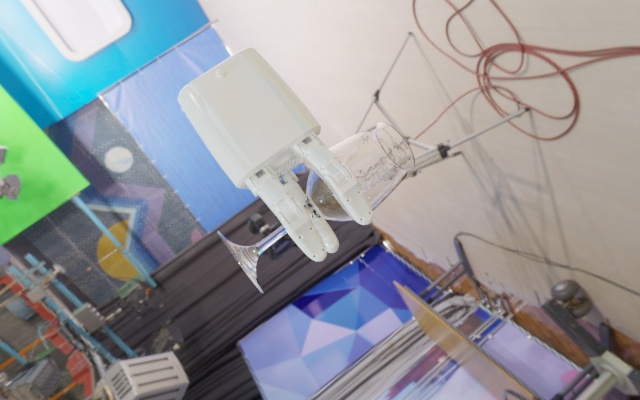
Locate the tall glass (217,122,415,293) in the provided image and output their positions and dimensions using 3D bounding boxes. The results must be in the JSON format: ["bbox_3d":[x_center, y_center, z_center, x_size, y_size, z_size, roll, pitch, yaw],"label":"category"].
[{"bbox_3d":[0.000,0.002,0.480,0.201,0.079,0.079,-36,8,-11],"label":"tall glass"}]
